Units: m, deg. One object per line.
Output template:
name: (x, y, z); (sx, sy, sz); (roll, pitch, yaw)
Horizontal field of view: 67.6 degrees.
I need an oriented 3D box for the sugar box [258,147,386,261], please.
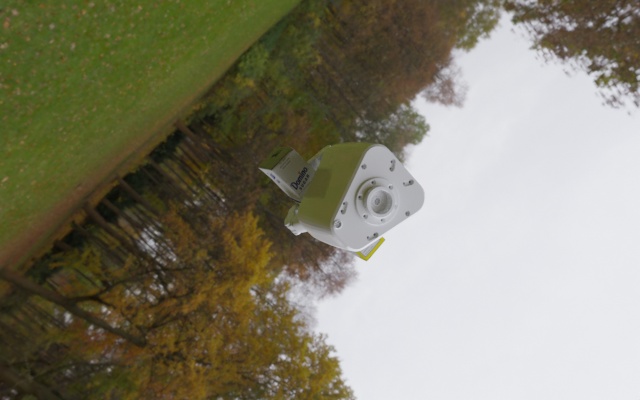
sugar box: (0.001, 0.002, 0.639); (0.176, 0.048, 0.093); (47, -8, -17)
